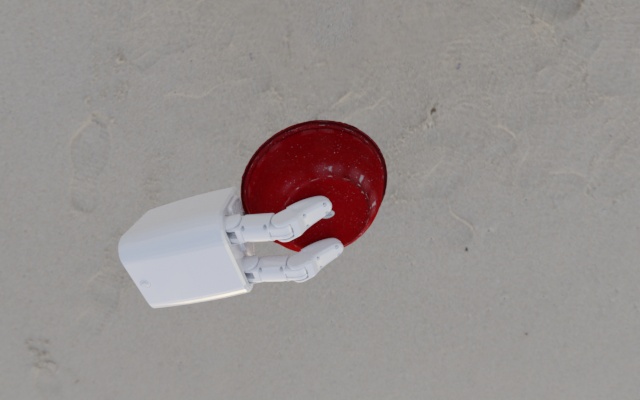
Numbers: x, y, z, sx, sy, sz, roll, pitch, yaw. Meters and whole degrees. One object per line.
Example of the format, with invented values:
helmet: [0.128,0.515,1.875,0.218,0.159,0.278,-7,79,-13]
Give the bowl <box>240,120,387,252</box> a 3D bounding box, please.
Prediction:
bowl: [0.001,0.001,0.494,0.162,0.162,0.055,0,33,-14]
